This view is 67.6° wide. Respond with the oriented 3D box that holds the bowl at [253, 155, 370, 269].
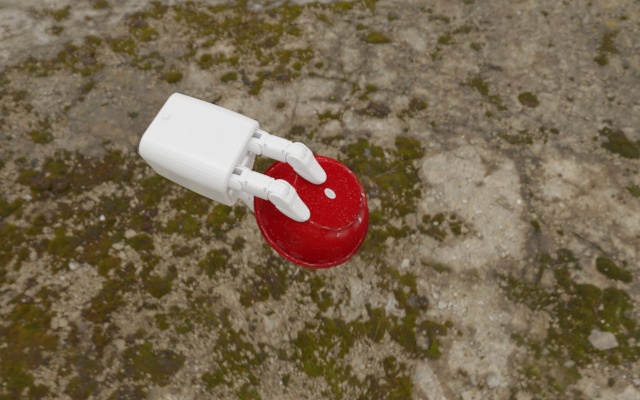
[{"bbox_3d":[0.001,0.002,0.605,0.162,0.162,0.055,0,-22,-23],"label":"bowl"}]
